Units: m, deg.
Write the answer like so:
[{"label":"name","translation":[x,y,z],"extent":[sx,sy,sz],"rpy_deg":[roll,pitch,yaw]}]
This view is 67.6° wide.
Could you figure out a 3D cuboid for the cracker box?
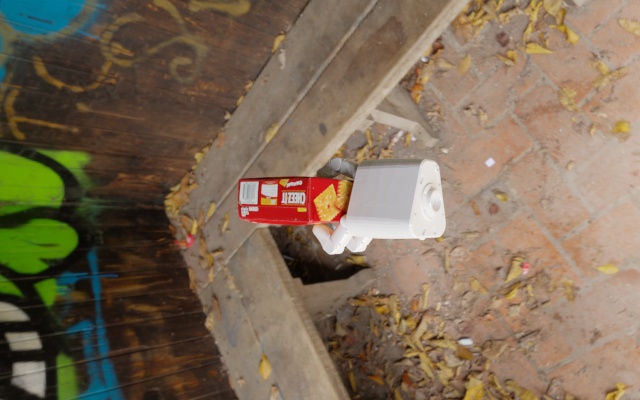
[{"label":"cracker box","translation":[0.000,0.002,0.770],"extent":[0.164,0.072,0.214],"rpy_deg":[0,-2,43]}]
